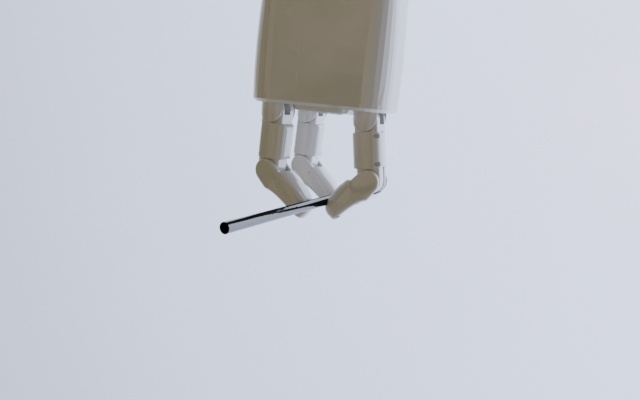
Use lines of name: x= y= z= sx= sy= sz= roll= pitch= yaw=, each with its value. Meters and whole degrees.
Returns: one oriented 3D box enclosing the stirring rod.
stirring rod: x=0.000 y=0.001 z=0.401 sx=0.011 sy=0.011 sz=0.239 roll=0 pitch=8 yaw=30
